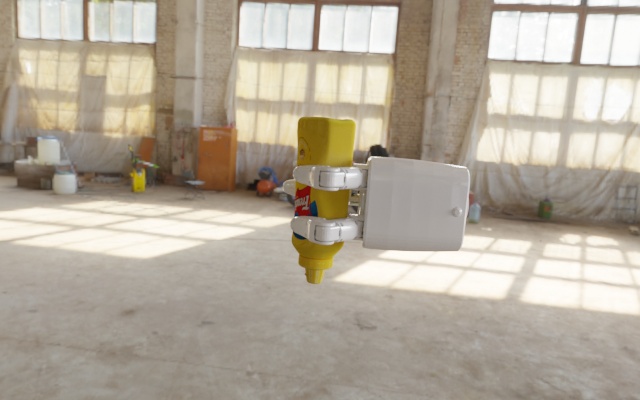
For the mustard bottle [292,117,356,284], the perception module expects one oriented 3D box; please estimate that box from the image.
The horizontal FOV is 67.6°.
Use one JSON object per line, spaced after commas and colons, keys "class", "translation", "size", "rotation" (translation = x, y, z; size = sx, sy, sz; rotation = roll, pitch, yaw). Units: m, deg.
{"class": "mustard bottle", "translation": [0.000, 0.002, 0.550], "size": [0.058, 0.191, 0.096], "rotation": [0, 9, -23]}
